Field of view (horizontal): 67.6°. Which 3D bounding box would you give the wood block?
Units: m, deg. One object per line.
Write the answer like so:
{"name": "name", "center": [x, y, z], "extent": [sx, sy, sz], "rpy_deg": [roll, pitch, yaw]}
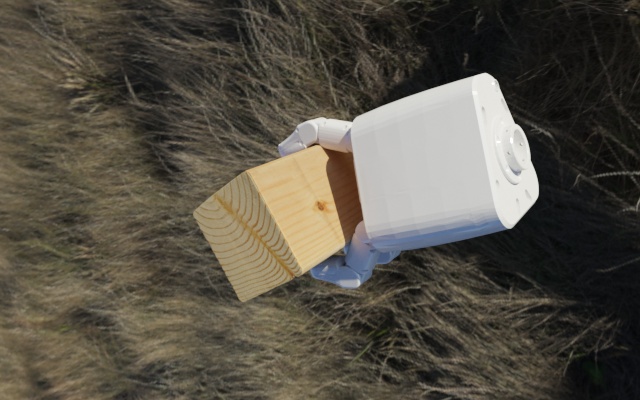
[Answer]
{"name": "wood block", "center": [0.000, 0.001, 0.454], "extent": [0.090, 0.091, 0.206], "rpy_deg": [-31, -3, 42]}
